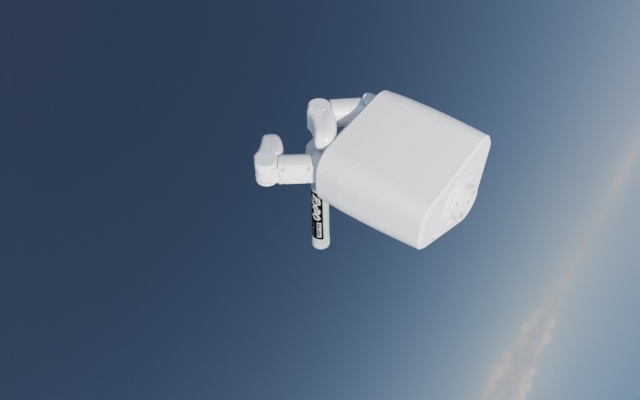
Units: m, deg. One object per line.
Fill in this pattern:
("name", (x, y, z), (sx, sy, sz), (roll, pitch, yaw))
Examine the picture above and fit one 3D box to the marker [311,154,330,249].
("marker", (0.000, 0.002, 0.473), (0.020, 0.121, 0.020), (0, 43, 0))
